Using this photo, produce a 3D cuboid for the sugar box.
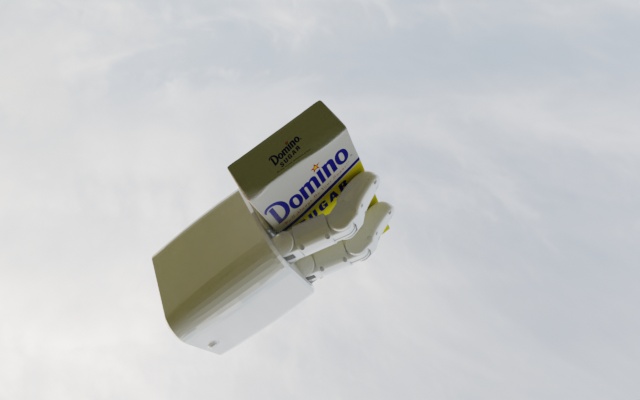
[{"bbox_3d":[0.000,0.002,0.428,0.093,0.048,0.176,-37,-31,-2],"label":"sugar box"}]
